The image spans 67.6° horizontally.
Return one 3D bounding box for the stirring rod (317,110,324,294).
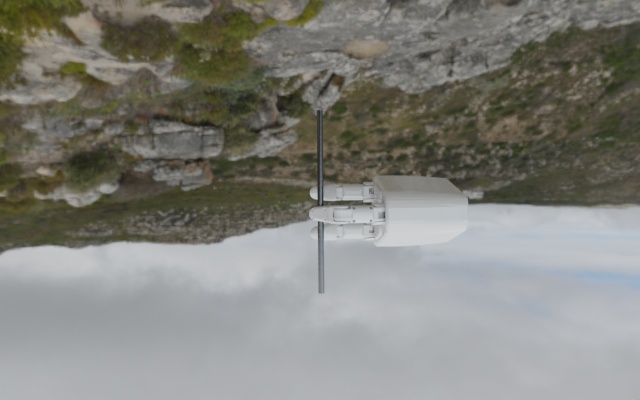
[{"bbox_3d":[0.000,0.002,0.628,0.011,0.239,0.011,-1,2,0],"label":"stirring rod"}]
